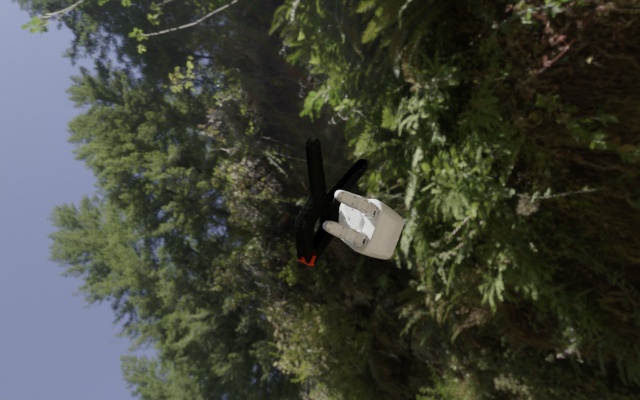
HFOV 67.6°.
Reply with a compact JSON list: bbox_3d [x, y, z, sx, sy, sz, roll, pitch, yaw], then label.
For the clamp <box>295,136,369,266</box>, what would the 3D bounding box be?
[{"bbox_3d":[-0.001,0.003,0.792,0.036,0.210,0.164,19,-4,39],"label":"clamp"}]
